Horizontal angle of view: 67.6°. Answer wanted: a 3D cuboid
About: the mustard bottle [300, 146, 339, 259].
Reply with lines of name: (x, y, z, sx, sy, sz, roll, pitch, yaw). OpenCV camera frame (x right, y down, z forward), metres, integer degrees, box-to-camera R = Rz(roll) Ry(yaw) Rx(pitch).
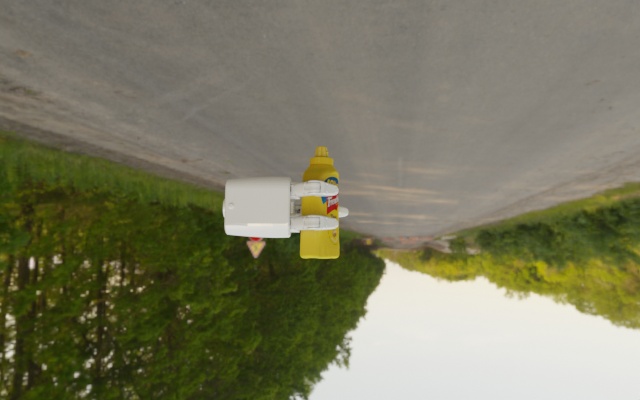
mustard bottle: (0.000, 0.003, 0.818, 0.058, 0.191, 0.096, -2, -6, 25)
